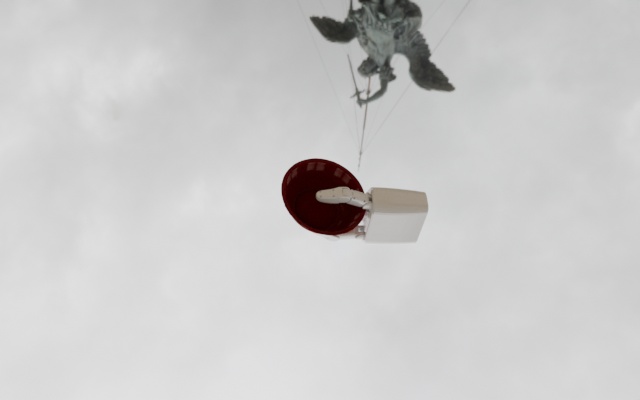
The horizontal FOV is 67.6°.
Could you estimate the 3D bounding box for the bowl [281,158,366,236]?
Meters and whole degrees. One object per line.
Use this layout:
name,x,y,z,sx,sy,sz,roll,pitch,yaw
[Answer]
bowl,-0.001,0.003,0.879,0.162,0.162,0.055,0,-30,-21
